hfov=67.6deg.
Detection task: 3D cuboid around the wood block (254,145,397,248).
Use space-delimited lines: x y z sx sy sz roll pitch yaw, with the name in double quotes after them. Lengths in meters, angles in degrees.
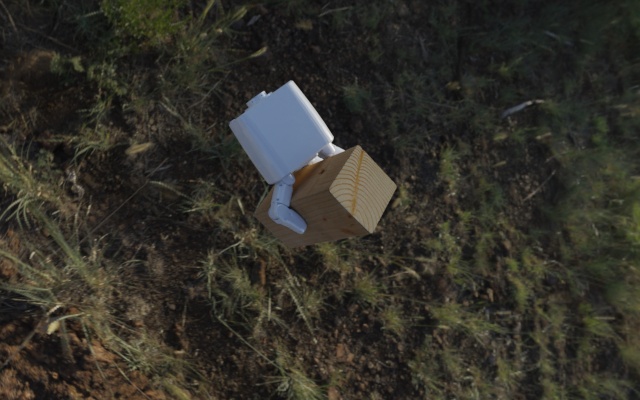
0.000 0.002 0.722 0.090 0.090 0.206 45 -32 -20 "wood block"
